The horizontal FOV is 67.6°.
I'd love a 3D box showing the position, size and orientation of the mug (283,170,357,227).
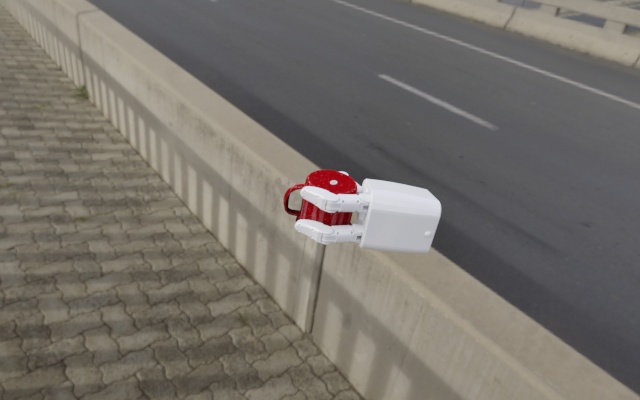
[{"bbox_3d":[-0.001,0.002,0.751,0.117,0.081,0.093,7,30,-5],"label":"mug"}]
